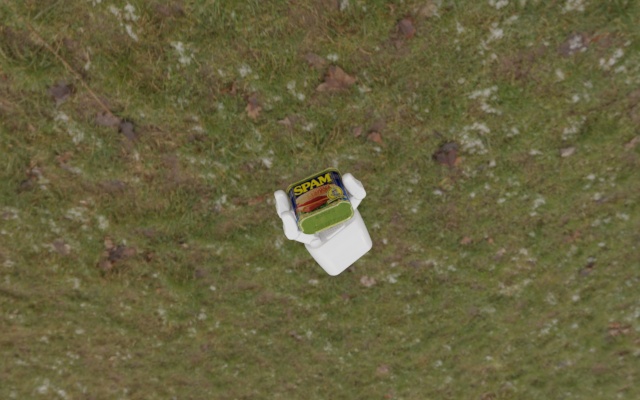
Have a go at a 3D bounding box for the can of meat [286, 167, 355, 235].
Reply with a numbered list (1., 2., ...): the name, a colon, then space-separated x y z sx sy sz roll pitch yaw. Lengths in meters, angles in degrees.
1. can of meat: 0.000 0.003 0.822 0.102 0.084 0.057 -23 -42 4
